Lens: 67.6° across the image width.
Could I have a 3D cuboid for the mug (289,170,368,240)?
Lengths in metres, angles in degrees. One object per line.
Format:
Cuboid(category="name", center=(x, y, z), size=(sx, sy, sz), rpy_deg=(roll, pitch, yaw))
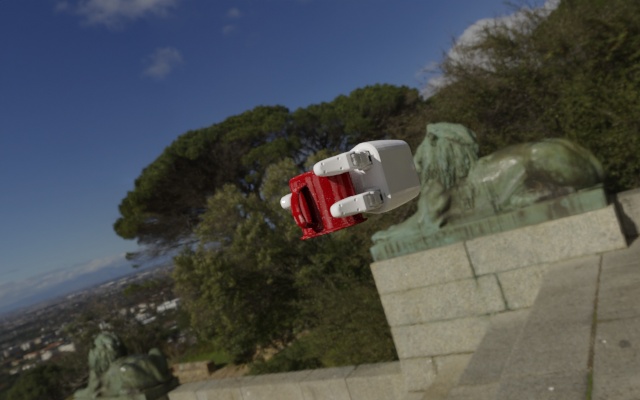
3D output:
Cuboid(category="mug", center=(-0.001, 0.002, 0.626), size=(0.093, 0.081, 0.117), rpy_deg=(-18, -1, 38))
